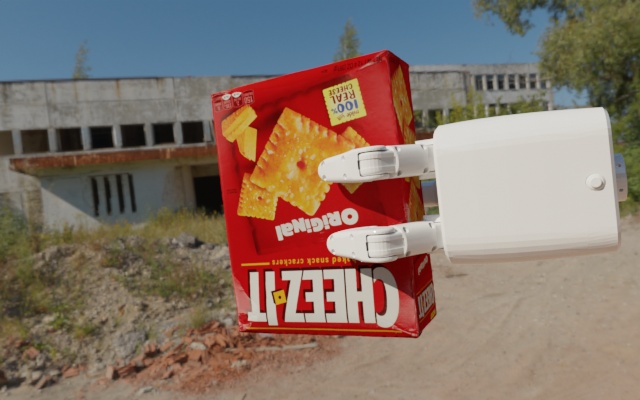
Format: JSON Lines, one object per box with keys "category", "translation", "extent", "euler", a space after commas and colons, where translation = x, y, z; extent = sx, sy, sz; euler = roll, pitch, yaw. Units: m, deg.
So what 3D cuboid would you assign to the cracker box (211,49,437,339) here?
{"category": "cracker box", "translation": [0.000, 0.001, 0.403], "extent": [0.164, 0.213, 0.072], "euler": [-6, 1, 25]}
